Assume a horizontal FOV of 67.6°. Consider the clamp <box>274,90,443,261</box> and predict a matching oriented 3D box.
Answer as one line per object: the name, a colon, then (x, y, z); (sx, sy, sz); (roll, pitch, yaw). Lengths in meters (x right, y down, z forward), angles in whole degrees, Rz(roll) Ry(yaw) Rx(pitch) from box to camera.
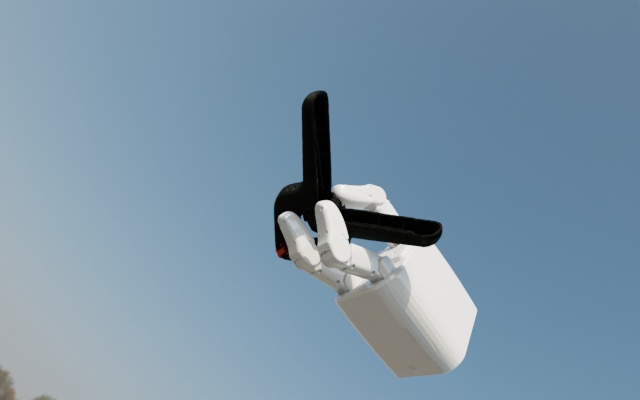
clamp: (0.000, 0.002, 0.471); (0.036, 0.164, 0.210); (-37, 2, -38)
